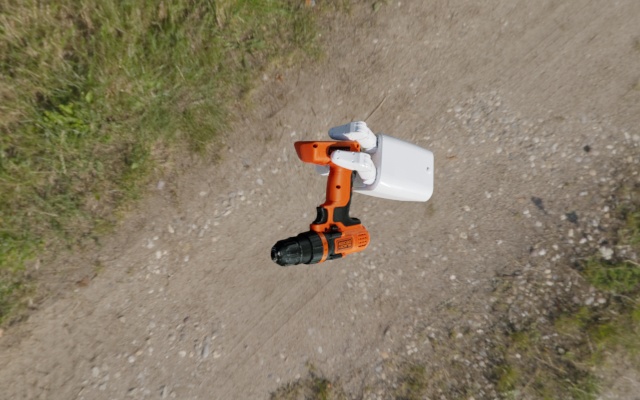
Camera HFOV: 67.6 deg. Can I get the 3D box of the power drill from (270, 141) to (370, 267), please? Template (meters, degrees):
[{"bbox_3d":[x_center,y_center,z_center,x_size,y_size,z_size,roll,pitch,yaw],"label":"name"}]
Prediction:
[{"bbox_3d":[0.000,0.002,0.733,0.184,0.188,0.057,-7,11,-42],"label":"power drill"}]
